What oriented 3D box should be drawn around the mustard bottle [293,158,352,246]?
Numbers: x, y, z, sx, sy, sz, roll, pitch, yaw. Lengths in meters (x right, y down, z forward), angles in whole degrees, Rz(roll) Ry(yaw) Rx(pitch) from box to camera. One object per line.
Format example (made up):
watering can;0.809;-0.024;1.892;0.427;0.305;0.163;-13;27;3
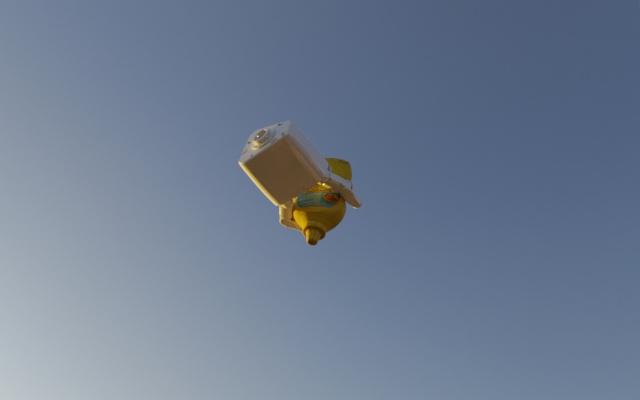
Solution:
mustard bottle;0.000;0.003;0.868;0.096;0.058;0.191;0;44;13
